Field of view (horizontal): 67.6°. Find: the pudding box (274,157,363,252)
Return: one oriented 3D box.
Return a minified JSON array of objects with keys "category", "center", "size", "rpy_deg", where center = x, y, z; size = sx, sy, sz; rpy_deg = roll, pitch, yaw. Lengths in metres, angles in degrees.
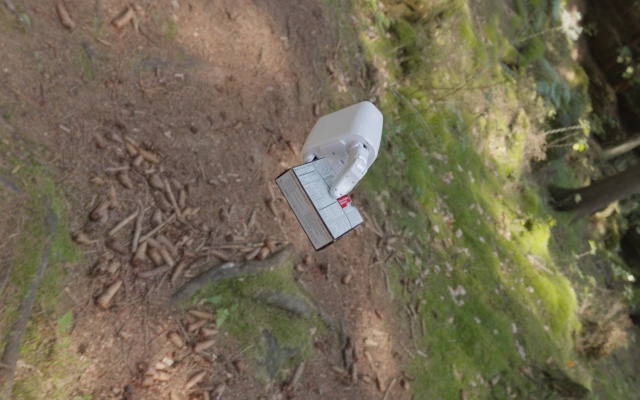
[{"category":"pudding box","center":[0.000,0.002,0.642],"size":[0.039,0.113,0.090],"rpy_deg":[-35,-6,34]}]
